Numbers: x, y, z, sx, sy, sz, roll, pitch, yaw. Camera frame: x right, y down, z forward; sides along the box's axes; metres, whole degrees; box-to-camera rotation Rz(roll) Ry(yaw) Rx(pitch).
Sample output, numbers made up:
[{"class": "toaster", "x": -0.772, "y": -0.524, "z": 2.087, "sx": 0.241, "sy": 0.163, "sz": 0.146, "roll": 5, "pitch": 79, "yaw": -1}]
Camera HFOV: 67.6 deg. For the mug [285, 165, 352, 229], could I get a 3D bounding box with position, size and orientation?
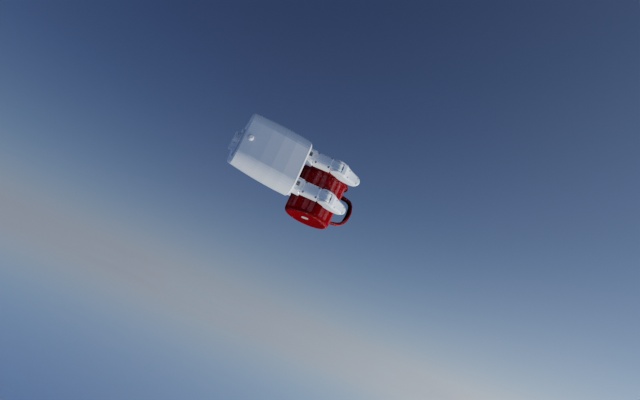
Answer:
[{"class": "mug", "x": 0.001, "y": 0.004, "z": 0.827, "sx": 0.117, "sy": 0.081, "sz": 0.093, "roll": 29, "pitch": -16, "yaw": -14}]
